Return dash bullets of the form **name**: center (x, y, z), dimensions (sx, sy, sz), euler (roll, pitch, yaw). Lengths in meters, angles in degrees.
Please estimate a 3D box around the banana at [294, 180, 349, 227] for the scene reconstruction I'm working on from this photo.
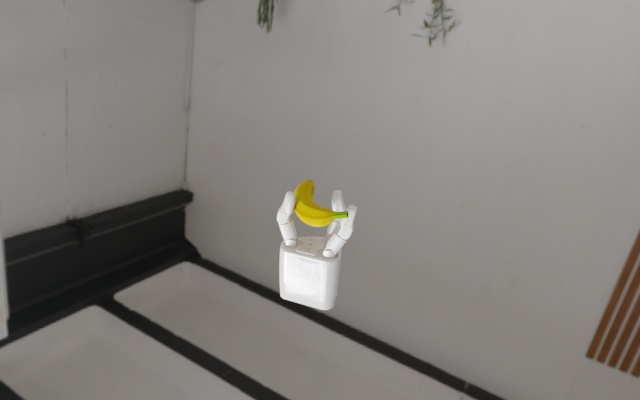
- **banana**: center (-0.016, 0.007, 0.861), dimensions (0.069, 0.037, 0.197), euler (-9, 23, -18)
